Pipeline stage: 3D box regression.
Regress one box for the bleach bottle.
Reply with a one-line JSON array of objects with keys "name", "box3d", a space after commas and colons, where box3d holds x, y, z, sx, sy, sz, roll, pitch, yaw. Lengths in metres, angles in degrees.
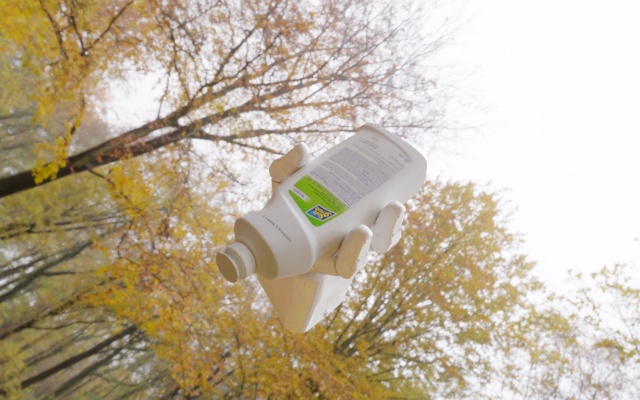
[{"name": "bleach bottle", "box3d": [0.000, 0.002, 0.474, 0.102, 0.068, 0.250, 36, 45, 26]}]
